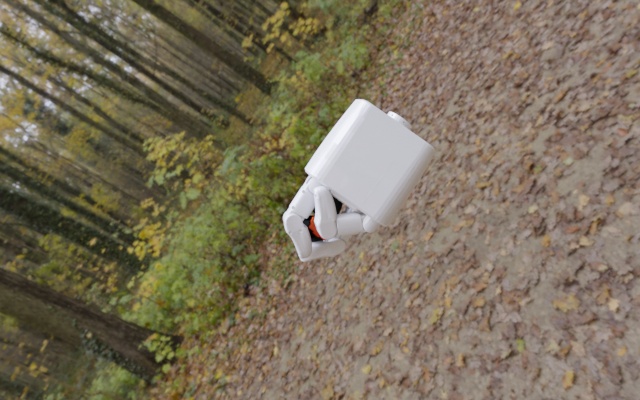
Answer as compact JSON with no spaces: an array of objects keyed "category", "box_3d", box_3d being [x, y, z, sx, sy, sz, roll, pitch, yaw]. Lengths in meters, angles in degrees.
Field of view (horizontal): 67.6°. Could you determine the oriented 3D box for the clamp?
[{"category":"clamp","box_3d":[0.000,0.002,0.646,0.039,0.120,0.171,33,4,-17]}]
